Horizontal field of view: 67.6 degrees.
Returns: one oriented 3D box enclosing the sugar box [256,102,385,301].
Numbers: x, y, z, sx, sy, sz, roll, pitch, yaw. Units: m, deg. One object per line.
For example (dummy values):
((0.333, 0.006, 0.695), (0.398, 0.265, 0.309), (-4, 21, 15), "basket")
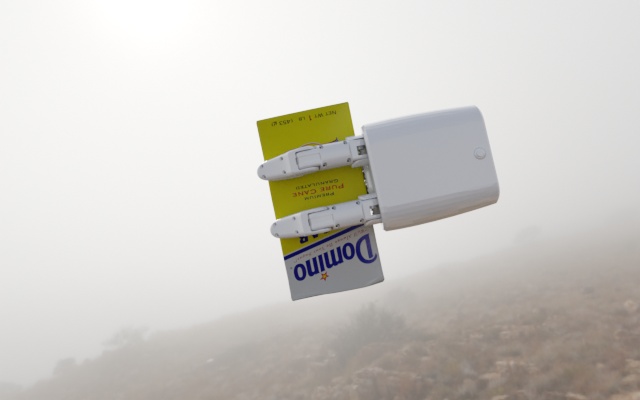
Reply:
((0.000, 0.001, 0.467), (0.093, 0.176, 0.048), (-12, -3, 2), "sugar box")
